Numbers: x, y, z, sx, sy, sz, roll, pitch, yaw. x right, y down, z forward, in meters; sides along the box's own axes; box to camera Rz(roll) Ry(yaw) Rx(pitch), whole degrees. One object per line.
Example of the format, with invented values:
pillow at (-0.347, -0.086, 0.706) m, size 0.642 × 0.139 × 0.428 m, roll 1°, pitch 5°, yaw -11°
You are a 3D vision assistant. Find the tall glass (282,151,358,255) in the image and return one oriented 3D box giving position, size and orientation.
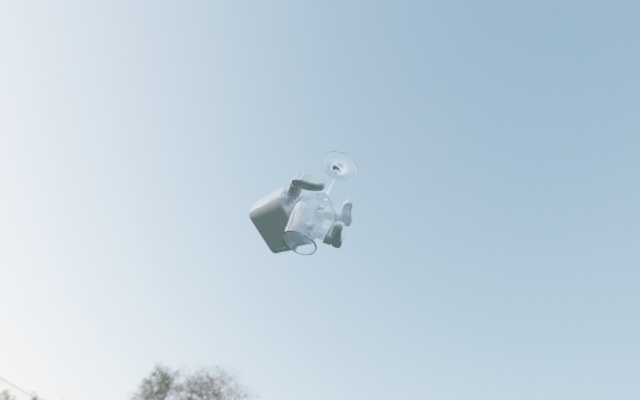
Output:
tall glass at (0.000, 0.002, 0.855) m, size 0.079 × 0.079 × 0.201 m, roll 0°, pitch 43°, yaw 30°
